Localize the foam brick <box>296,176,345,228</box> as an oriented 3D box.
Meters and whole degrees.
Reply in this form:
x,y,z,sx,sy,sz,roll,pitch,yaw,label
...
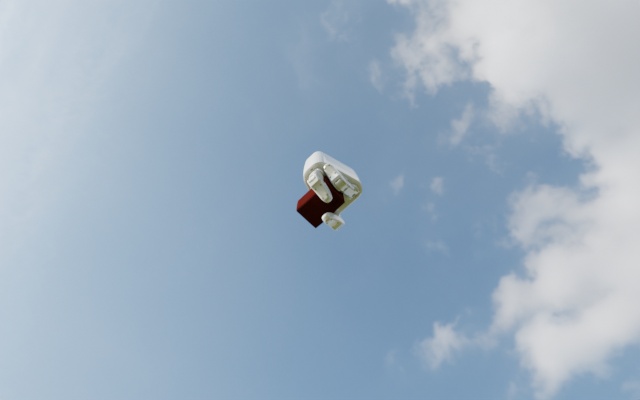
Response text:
x,y,z,sx,sy,sz,roll,pitch,yaw,label
0.000,0.003,0.898,0.078,0.053,0.051,-42,16,12,foam brick
